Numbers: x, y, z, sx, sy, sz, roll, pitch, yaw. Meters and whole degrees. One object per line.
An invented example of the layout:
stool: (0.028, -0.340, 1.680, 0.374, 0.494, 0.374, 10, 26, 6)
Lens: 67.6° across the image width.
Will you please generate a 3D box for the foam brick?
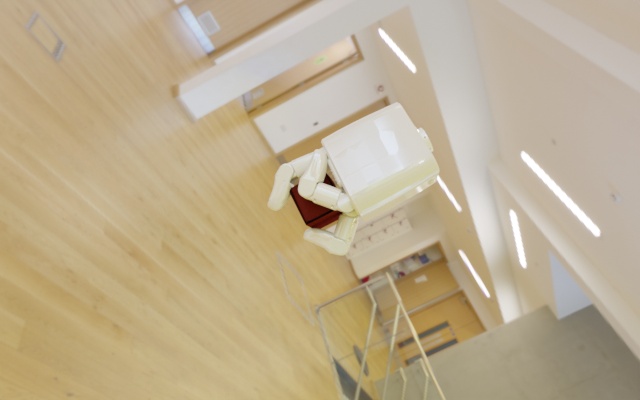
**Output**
foam brick: (0.000, 0.002, 0.619, 0.051, 0.053, 0.078, -28, -11, 5)
